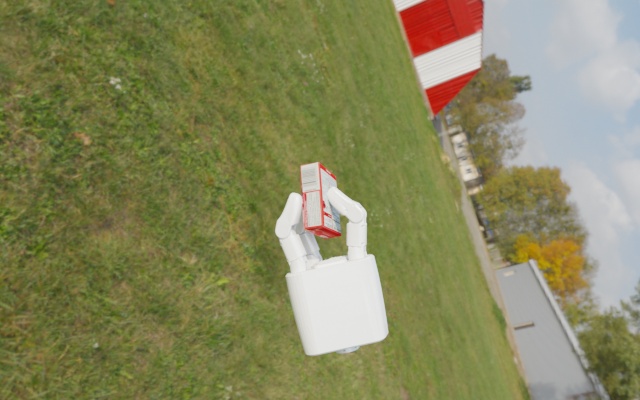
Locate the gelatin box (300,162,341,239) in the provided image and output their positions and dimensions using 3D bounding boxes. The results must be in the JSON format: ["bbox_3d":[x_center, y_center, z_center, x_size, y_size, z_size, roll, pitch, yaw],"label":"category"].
[{"bbox_3d":[0.001,0.002,0.637,0.030,0.089,0.073,-9,-15,18],"label":"gelatin box"}]
